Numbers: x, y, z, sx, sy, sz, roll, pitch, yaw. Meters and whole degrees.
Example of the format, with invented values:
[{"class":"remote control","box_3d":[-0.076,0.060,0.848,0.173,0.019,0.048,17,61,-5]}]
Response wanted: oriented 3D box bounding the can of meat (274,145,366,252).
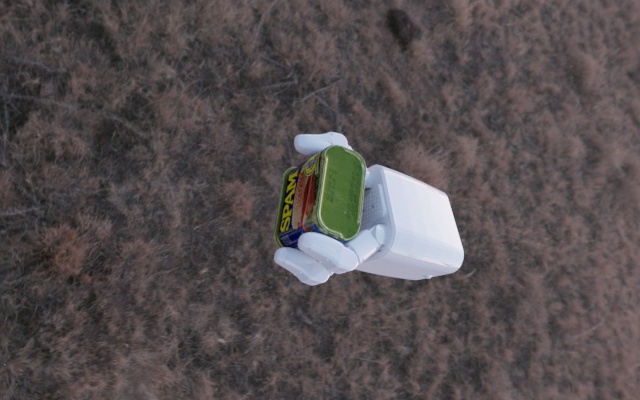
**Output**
[{"class":"can of meat","box_3d":[0.000,0.001,0.495,0.057,0.102,0.084,20,-26,-27]}]
